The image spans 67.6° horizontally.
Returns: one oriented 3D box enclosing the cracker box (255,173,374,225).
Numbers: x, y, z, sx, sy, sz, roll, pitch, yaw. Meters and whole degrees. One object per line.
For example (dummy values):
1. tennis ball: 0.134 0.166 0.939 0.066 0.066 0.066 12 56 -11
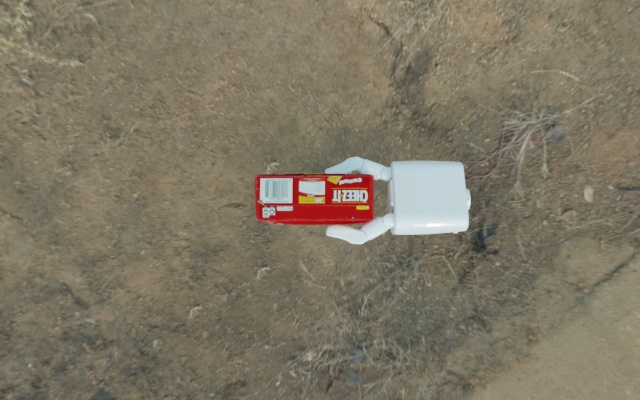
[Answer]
1. cracker box: 0.000 0.002 0.745 0.164 0.072 0.214 0 -3 5
